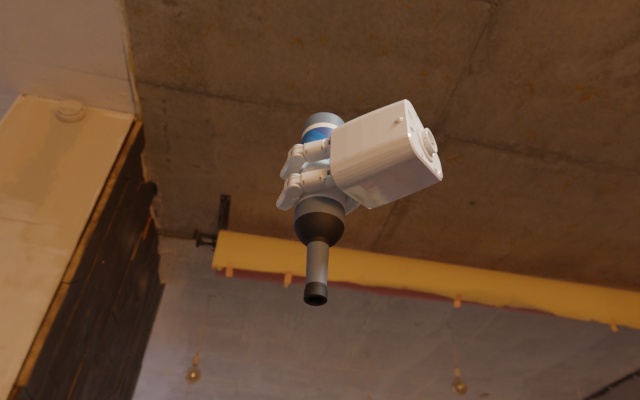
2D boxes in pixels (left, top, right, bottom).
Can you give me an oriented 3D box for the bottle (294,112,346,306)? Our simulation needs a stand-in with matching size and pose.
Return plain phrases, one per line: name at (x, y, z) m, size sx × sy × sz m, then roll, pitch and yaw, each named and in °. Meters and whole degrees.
bottle at (0.000, 0.002, 0.637) m, size 0.069 × 0.295 × 0.069 m, roll 2°, pitch -41°, yaw 2°
